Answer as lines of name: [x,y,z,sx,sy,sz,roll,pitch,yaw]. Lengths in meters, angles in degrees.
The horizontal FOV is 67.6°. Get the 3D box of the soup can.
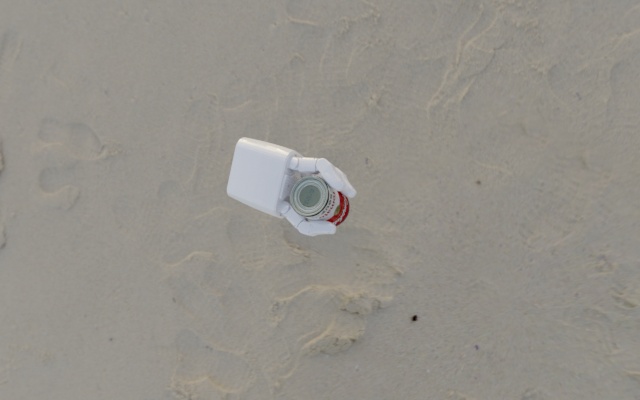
soup can: [0.000,0.003,0.780,0.068,0.068,0.102,0,-12,22]
